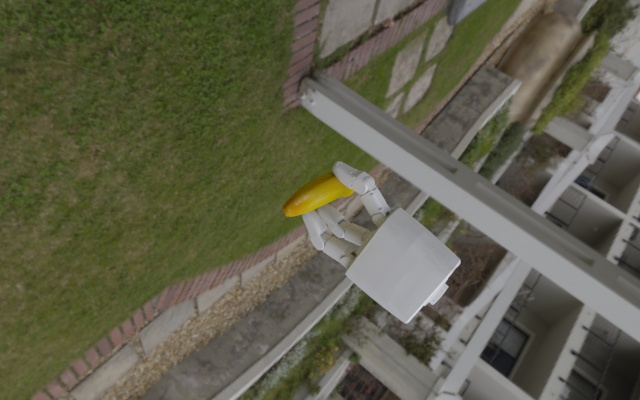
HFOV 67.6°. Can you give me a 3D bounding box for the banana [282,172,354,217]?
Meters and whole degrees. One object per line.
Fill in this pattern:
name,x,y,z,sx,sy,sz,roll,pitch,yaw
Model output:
banana,0.013,-0.012,0.666,0.037,0.070,0.198,43,18,12
